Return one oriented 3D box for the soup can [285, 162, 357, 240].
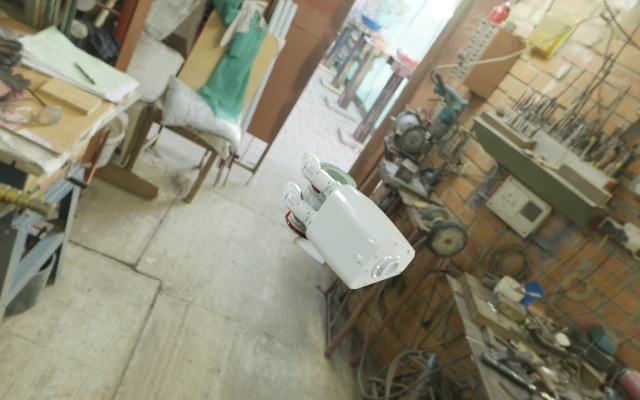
[{"bbox_3d":[0.000,0.002,0.719,0.068,0.102,0.068,28,23,-13],"label":"soup can"}]
